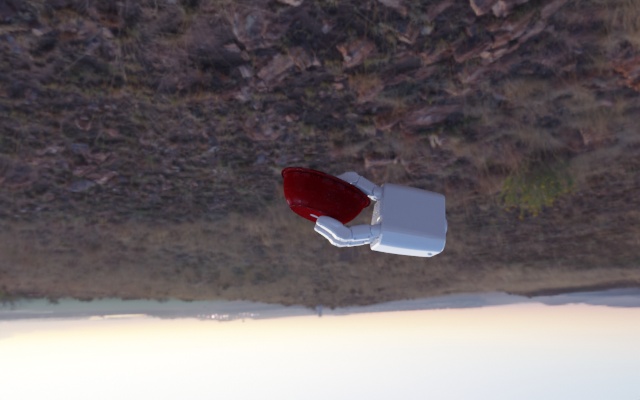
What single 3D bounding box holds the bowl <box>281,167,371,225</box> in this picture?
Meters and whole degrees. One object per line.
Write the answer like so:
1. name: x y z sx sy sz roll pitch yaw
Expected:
1. bowl: -0.001 0.003 0.808 0.162 0.055 0.162 19 -14 5
